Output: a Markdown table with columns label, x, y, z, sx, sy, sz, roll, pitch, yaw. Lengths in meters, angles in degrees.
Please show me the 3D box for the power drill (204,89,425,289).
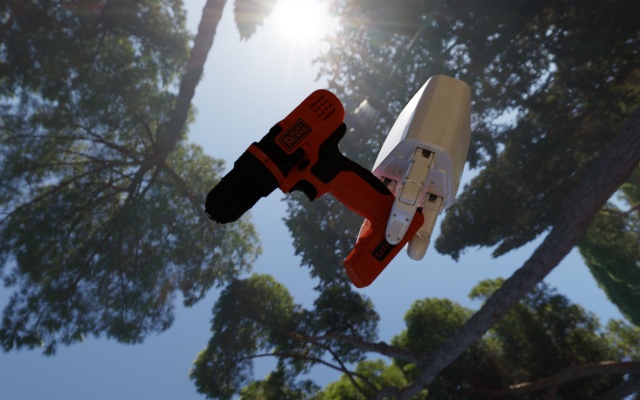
| label | x | y | z | sx | sy | sz | roll | pitch | yaw |
| --- | --- | --- | --- | --- | --- | --- | --- | --- | --- |
| power drill | 0.001 | 0.002 | 0.500 | 0.184 | 0.187 | 0.057 | -45 | 4 | -10 |
